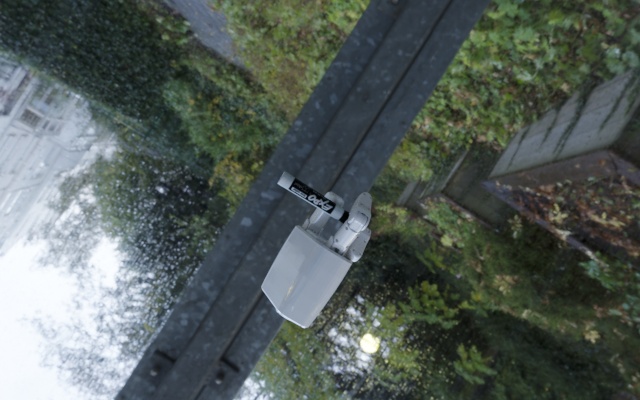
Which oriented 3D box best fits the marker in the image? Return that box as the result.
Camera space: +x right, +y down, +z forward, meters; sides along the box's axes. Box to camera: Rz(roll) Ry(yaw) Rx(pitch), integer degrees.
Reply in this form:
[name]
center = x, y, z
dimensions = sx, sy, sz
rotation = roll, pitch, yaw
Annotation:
[marker]
center = 0.000, 0.002, 0.621
dimensions = 0.121, 0.020, 0.020
rotation = 32, -6, -9
